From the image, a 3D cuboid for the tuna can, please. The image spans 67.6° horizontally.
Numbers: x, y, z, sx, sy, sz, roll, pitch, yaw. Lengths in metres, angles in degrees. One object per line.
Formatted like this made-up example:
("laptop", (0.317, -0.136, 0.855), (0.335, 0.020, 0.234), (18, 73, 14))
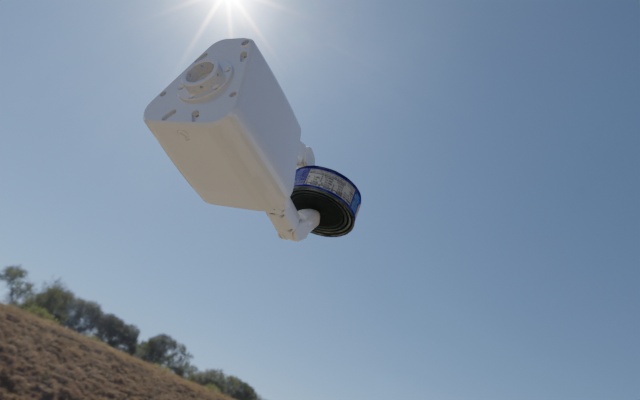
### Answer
("tuna can", (0.000, 0.001, 0.518), (0.086, 0.033, 0.086), (15, -34, 10))
